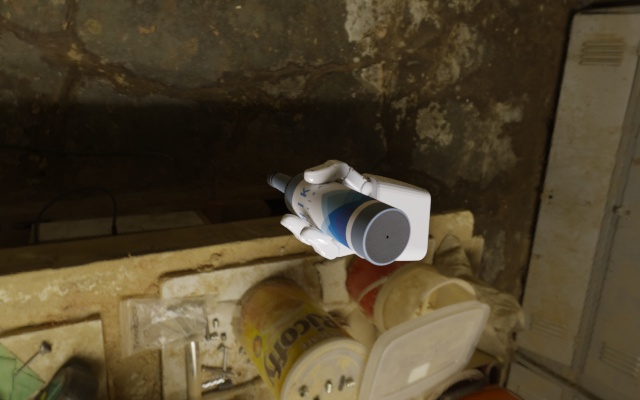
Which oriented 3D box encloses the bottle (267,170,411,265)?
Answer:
[{"bbox_3d":[0.000,0.002,0.644,0.069,0.069,0.295,0,15,-31],"label":"bottle"}]
